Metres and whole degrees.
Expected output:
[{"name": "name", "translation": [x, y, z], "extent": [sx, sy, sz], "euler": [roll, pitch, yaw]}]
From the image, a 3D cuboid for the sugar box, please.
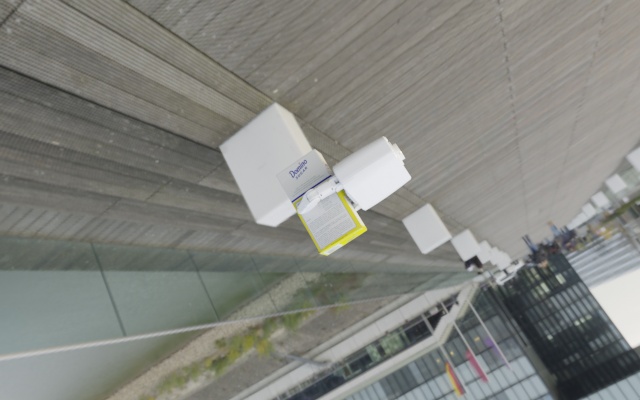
[{"name": "sugar box", "translation": [0.000, 0.003, 0.883], "extent": [0.093, 0.176, 0.048], "euler": [-33, -20, 11]}]
